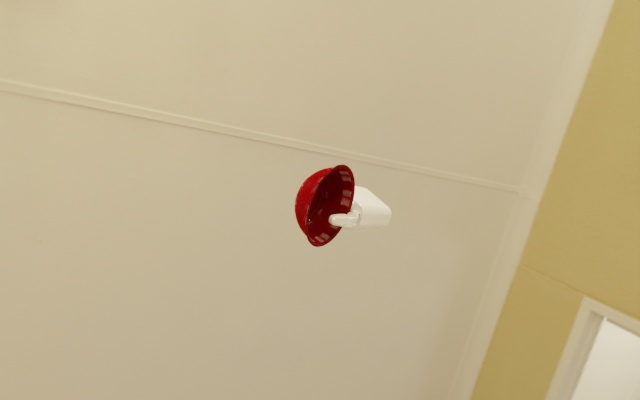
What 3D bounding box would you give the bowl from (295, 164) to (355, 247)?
[{"bbox_3d":[-0.001,0.003,0.898,0.055,0.162,0.162,21,11,29],"label":"bowl"}]
